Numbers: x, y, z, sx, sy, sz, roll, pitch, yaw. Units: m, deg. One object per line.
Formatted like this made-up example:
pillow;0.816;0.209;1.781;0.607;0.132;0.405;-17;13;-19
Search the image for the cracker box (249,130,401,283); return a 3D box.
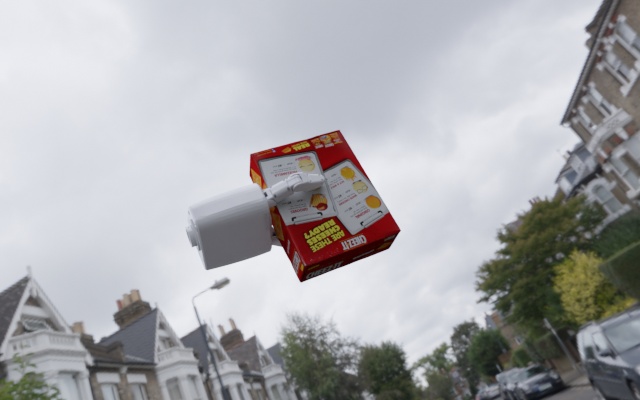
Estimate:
cracker box;0.000;0.002;0.761;0.164;0.213;0.072;-18;-28;-20
